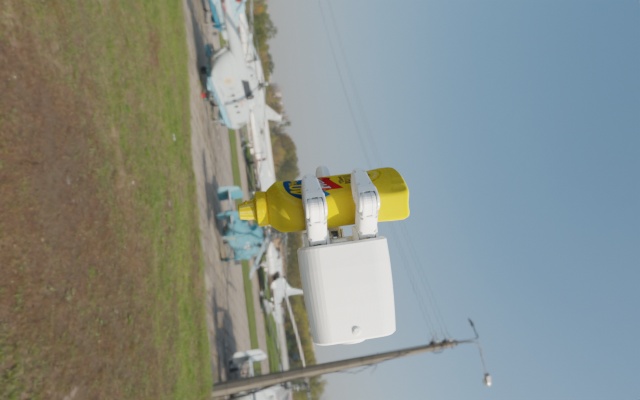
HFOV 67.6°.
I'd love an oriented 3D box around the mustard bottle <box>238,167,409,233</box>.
[{"bbox_3d":[0.000,0.001,0.562,0.191,0.058,0.096,-7,21,-6],"label":"mustard bottle"}]
